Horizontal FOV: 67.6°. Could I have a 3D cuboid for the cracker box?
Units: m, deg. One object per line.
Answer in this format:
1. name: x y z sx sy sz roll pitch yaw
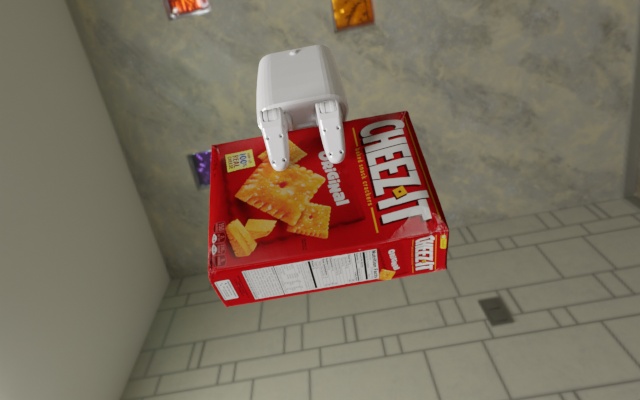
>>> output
1. cracker box: 0.000 0.002 0.473 0.214 0.164 0.072 -10 -40 3
